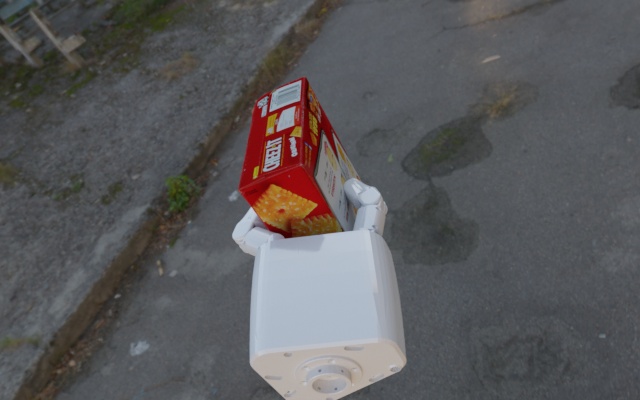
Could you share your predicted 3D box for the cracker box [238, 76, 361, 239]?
[{"bbox_3d":[0.000,0.002,0.517,0.072,0.214,0.164,-20,38,15],"label":"cracker box"}]
